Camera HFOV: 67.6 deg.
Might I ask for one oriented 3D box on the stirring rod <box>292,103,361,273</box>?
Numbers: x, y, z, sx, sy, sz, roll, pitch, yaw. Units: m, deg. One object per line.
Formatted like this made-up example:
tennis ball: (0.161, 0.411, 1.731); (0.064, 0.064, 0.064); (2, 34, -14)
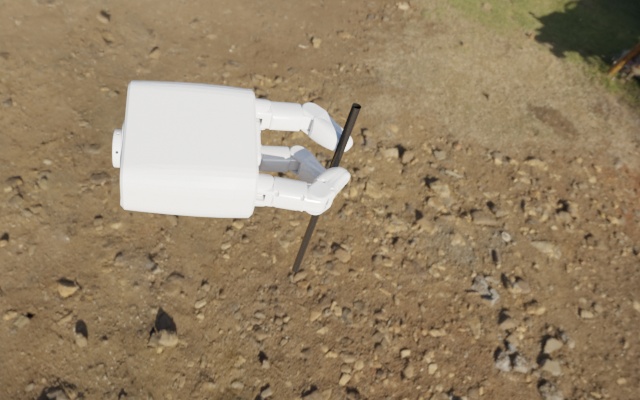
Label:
stirring rod: (0.000, 0.002, 0.484); (0.011, 0.011, 0.240); (0, -42, -20)
